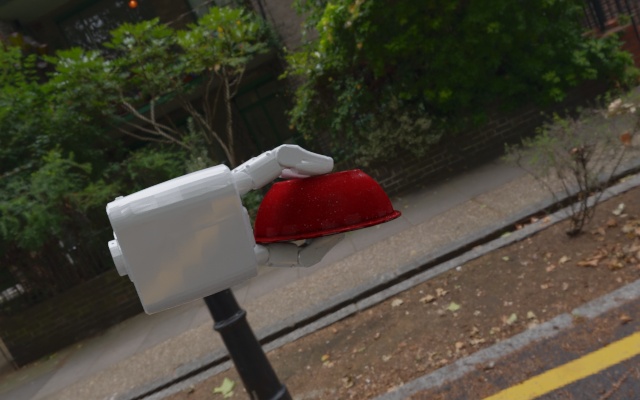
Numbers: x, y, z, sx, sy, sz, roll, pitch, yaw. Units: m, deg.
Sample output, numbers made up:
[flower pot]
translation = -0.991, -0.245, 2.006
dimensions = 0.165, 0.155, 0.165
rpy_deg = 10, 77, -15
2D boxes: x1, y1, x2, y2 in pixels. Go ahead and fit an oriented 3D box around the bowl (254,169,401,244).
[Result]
[bowl]
translation = 0.001, 0.001, 0.499
dimensions = 0.162, 0.055, 0.162
rpy_deg = -10, 3, 0
